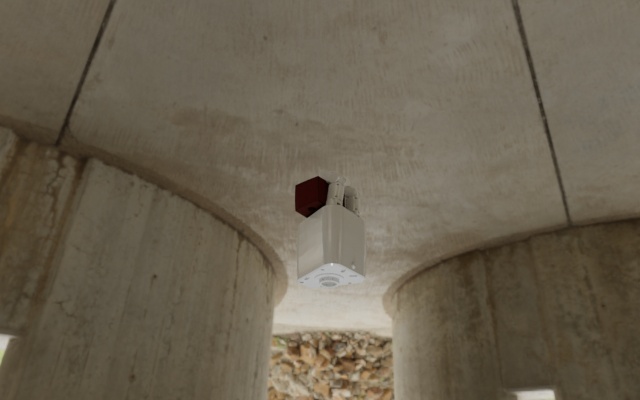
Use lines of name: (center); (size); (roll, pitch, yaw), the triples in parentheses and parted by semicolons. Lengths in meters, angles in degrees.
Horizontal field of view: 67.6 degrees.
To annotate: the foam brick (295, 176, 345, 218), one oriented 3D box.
foam brick: (0.000, 0.003, 0.821); (0.053, 0.051, 0.078); (-23, -39, 34)
